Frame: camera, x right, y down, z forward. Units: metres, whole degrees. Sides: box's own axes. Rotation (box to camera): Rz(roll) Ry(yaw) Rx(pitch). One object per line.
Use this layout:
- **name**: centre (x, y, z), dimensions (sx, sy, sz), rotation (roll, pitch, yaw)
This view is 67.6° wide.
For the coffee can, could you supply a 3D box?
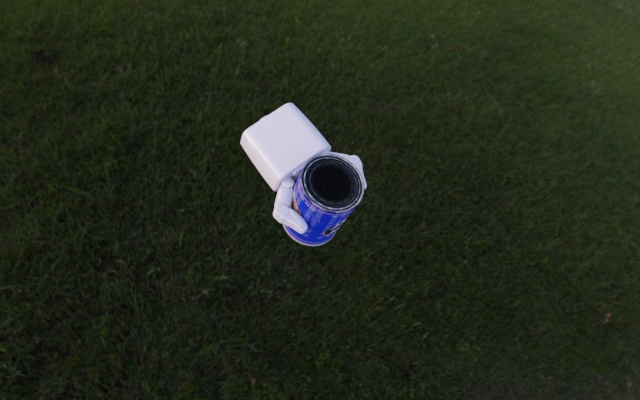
- **coffee can**: centre (0.000, 0.003, 0.786), dimensions (0.103, 0.102, 0.140), rotation (0, -26, -18)
